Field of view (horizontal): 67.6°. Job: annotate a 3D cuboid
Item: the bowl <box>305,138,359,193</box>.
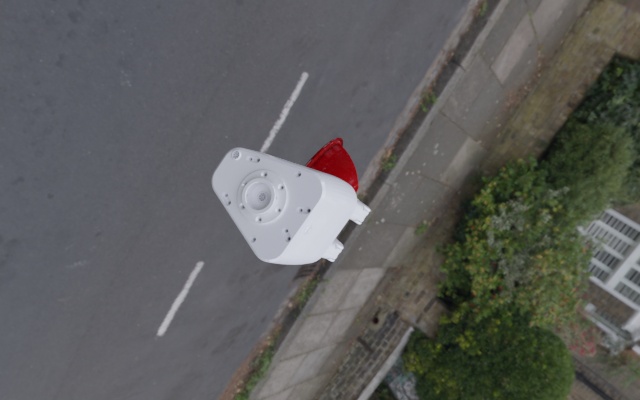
[{"bbox_3d":[0.001,0.002,0.607,0.055,0.162,0.162,36,6,9],"label":"bowl"}]
